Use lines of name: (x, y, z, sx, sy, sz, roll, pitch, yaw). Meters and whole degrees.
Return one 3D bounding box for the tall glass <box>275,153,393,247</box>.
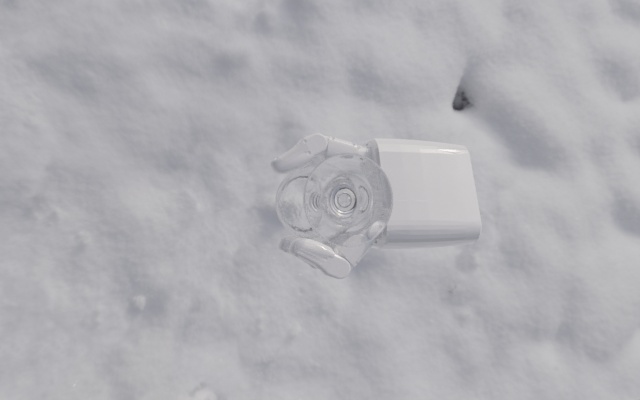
tall glass: (0.000, 0.001, 0.470, 0.079, 0.079, 0.201, 0, -1, -14)
